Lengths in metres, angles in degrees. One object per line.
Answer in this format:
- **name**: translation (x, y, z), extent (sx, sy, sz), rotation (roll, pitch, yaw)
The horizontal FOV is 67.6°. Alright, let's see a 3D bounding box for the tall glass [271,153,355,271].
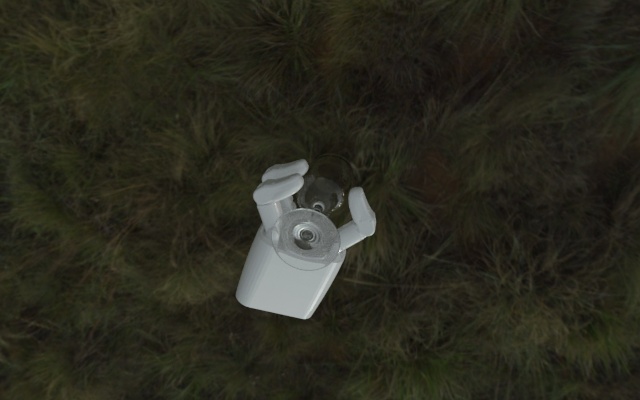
- **tall glass**: translation (0.000, 0.002, 0.589), extent (0.079, 0.079, 0.201), rotation (0, 24, 10)
